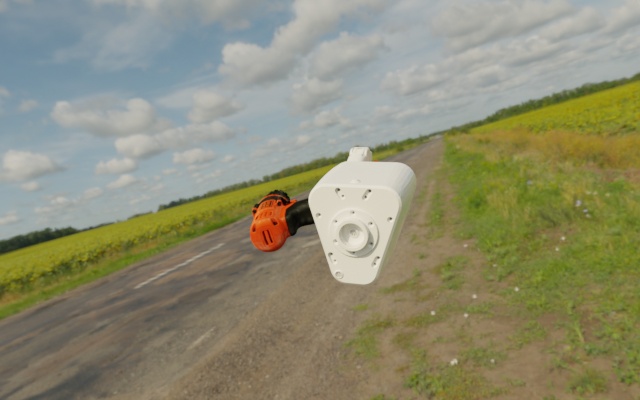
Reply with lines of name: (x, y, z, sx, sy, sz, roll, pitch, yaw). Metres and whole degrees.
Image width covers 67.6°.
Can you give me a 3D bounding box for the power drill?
power drill: (0.001, 0.002, 0.649, 0.187, 0.057, 0.184, -19, 16, 4)
